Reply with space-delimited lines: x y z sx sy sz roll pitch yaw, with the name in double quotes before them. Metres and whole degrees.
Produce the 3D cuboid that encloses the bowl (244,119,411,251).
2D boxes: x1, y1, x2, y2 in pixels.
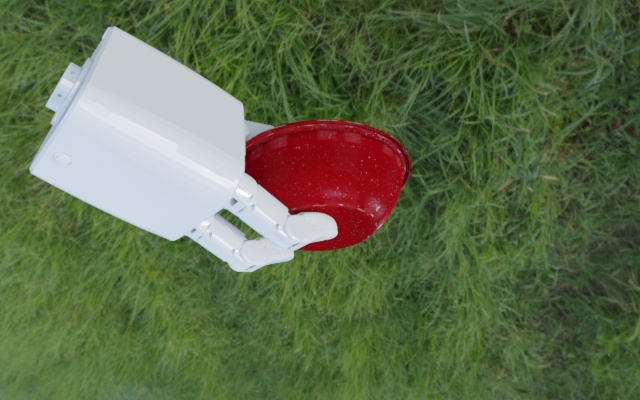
"bowl" 0.001 0.002 0.411 0.162 0.055 0.162 -3 -28 -1
